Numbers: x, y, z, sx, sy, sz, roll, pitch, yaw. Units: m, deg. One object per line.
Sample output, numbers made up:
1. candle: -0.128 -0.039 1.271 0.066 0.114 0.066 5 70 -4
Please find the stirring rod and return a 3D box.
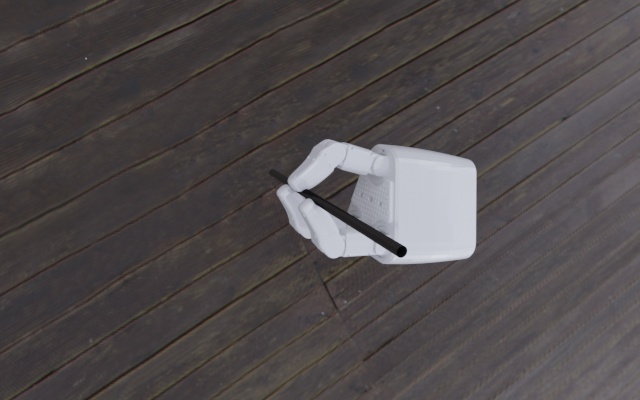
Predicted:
1. stirring rod: 0.000 0.001 0.404 0.011 0.011 0.239 0 15 -26
